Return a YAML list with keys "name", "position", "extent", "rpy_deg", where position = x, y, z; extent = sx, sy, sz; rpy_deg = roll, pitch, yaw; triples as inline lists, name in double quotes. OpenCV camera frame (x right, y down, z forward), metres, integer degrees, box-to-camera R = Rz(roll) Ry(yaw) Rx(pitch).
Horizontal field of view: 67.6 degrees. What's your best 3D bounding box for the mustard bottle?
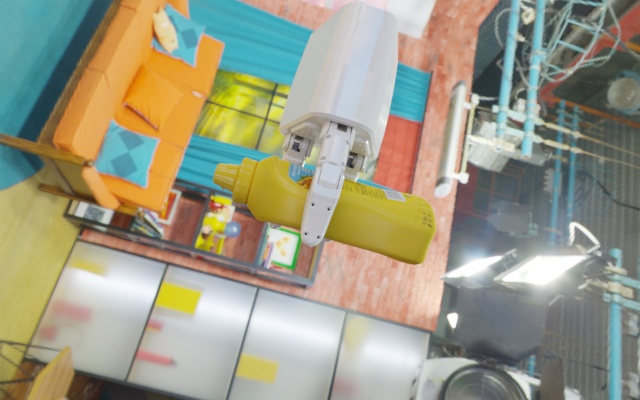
- name: "mustard bottle"
  position: [0.000, 0.002, 0.427]
  extent: [0.191, 0.058, 0.096]
  rpy_deg: [16, 16, -6]
